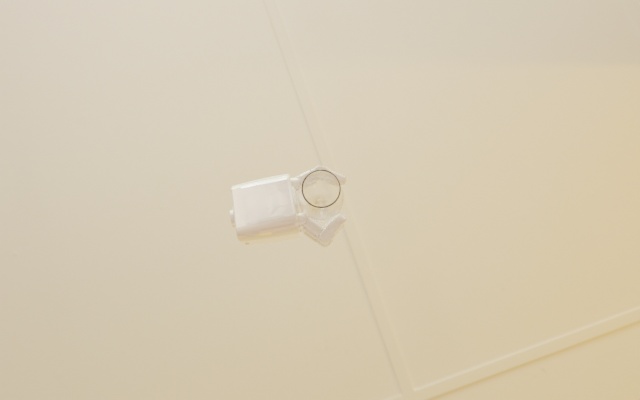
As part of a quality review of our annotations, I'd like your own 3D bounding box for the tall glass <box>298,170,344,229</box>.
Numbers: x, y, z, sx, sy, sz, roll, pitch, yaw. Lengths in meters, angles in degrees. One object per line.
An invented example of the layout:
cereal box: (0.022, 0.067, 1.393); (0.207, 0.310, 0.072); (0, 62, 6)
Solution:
tall glass: (0.000, 0.003, 0.841); (0.079, 0.079, 0.201); (0, -13, -1)
